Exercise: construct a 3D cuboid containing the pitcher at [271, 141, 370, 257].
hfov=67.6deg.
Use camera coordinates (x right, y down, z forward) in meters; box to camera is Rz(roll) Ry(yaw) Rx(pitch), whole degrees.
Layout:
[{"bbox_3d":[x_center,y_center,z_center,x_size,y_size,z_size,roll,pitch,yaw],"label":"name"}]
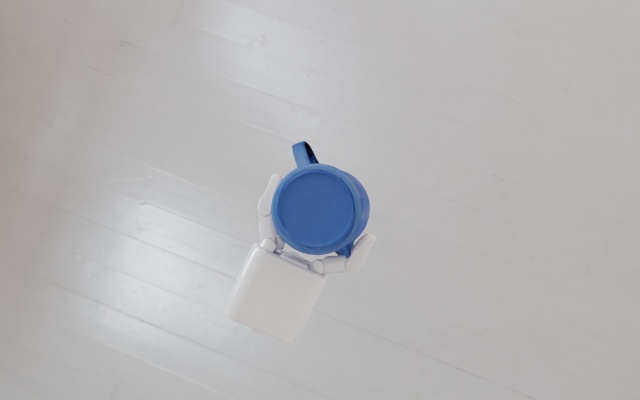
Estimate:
[{"bbox_3d":[0.000,0.002,0.668,0.149,0.145,0.243,25,1,5],"label":"pitcher"}]
